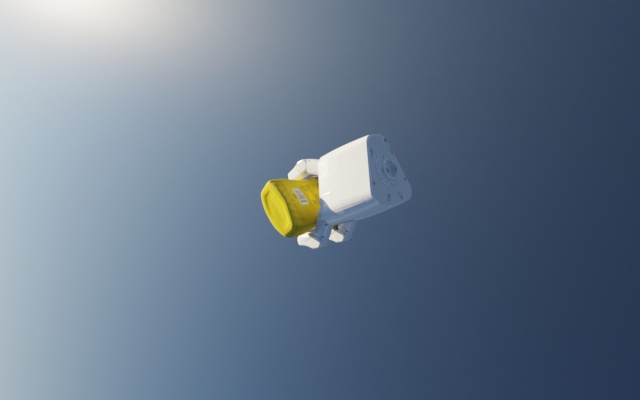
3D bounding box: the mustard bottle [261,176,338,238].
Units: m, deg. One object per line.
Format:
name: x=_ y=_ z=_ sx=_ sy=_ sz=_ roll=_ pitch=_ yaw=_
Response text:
mustard bottle: x=0.000 y=0.003 z=0.802 sx=0.191 sy=0.096 sz=0.058 roll=-9 pitch=-35 yaw=-43
